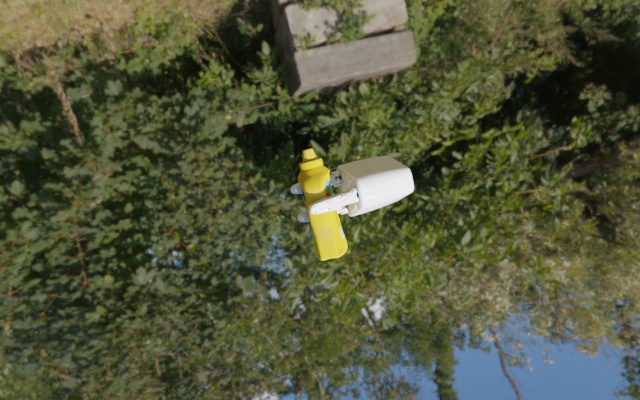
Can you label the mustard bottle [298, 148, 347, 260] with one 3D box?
[{"bbox_3d":[0.000,0.003,0.845,0.058,0.191,0.096,-12,8,10],"label":"mustard bottle"}]
